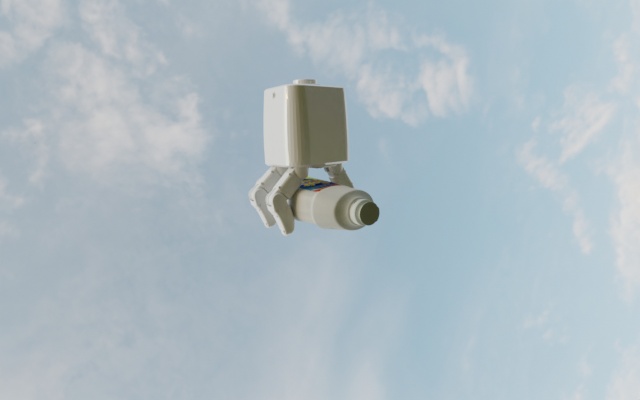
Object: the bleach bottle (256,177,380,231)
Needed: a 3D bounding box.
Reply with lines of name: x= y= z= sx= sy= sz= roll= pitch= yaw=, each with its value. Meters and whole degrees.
bleach bottle: x=0.000 y=0.002 z=0.658 sx=0.102 sy=0.068 sz=0.251 roll=-5 pitch=8 yaw=-30
